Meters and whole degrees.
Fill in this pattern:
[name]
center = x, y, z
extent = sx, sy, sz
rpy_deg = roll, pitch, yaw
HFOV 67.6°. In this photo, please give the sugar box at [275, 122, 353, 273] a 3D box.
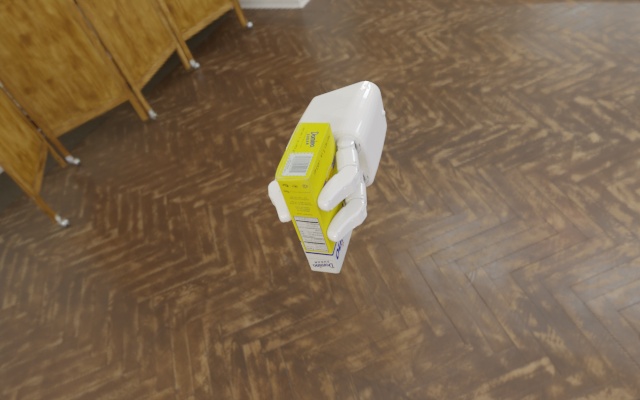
[sugar box]
center = 0.001, 0.002, 0.582
extent = 0.048, 0.093, 0.176
rpy_deg = 3, -40, 22
